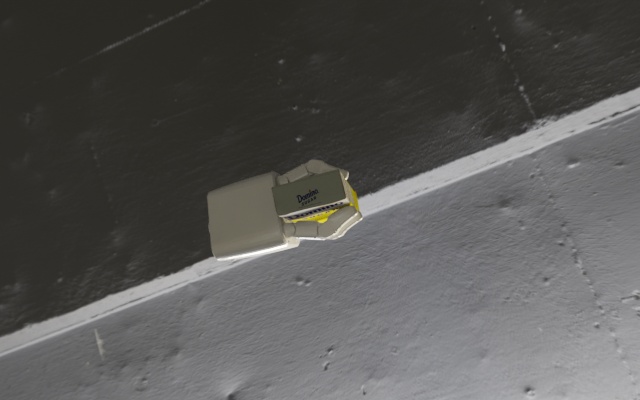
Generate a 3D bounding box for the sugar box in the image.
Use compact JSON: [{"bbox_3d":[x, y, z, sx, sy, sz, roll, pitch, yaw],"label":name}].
[{"bbox_3d":[0.000,0.003,0.679,0.093,0.048,0.176,-15,-8,9],"label":"sugar box"}]
